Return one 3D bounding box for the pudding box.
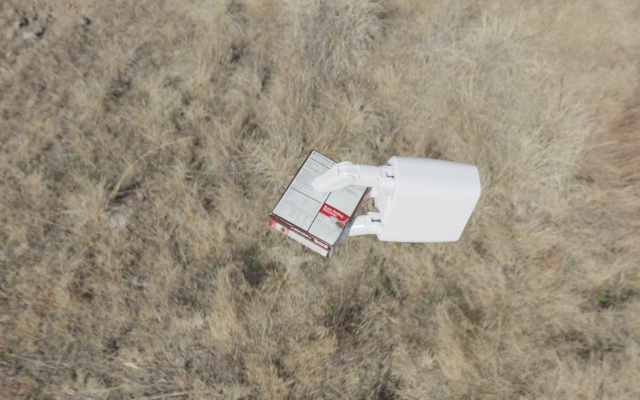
[{"bbox_3d":[0.000,0.002,0.603,0.090,0.113,0.039,28,-28,7],"label":"pudding box"}]
